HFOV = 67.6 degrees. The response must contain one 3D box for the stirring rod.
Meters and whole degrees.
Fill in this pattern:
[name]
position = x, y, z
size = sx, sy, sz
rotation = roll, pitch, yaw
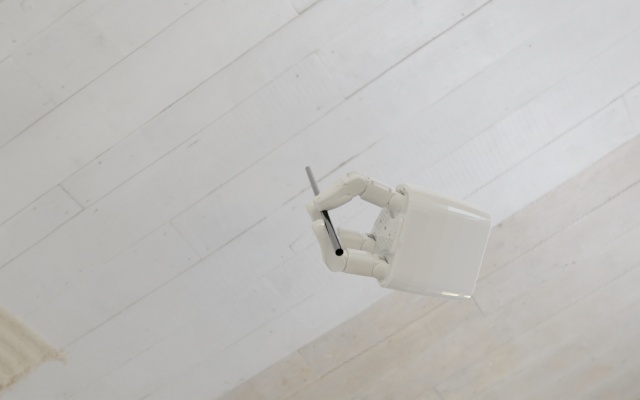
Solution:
[stirring rod]
position = 0.000, 0.002, 0.538
size = 0.011, 0.011, 0.239
rotation = 0, 22, -9
